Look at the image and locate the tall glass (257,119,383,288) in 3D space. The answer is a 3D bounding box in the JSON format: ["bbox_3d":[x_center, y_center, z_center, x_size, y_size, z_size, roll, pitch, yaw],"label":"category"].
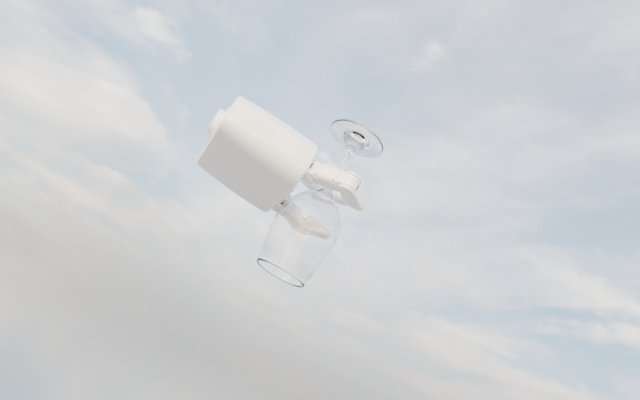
[{"bbox_3d":[0.001,0.001,0.574,0.079,0.201,0.079,25,-21,10],"label":"tall glass"}]
